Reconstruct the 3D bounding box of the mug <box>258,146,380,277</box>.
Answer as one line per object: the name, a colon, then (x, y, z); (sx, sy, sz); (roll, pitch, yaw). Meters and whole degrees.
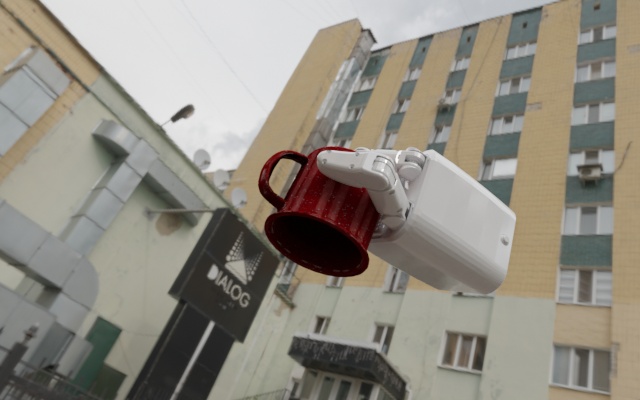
mug: (-0.001, 0.000, 0.413); (0.117, 0.081, 0.093); (34, -33, -14)
